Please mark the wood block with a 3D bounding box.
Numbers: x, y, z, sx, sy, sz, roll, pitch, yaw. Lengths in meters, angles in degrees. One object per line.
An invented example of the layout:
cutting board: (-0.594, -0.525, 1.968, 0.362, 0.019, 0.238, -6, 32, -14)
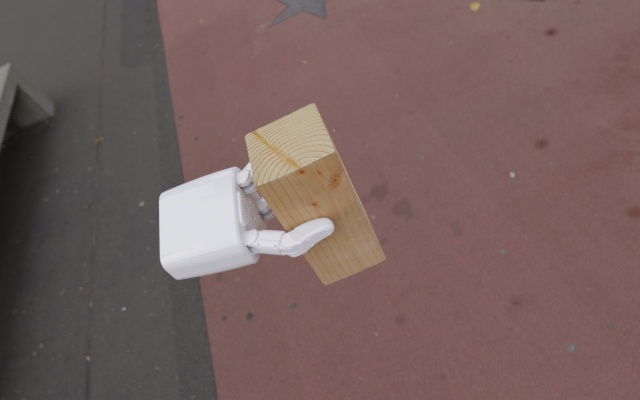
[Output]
wood block: (0.000, 0.002, 0.574, 0.090, 0.090, 0.206, -24, -43, 6)
